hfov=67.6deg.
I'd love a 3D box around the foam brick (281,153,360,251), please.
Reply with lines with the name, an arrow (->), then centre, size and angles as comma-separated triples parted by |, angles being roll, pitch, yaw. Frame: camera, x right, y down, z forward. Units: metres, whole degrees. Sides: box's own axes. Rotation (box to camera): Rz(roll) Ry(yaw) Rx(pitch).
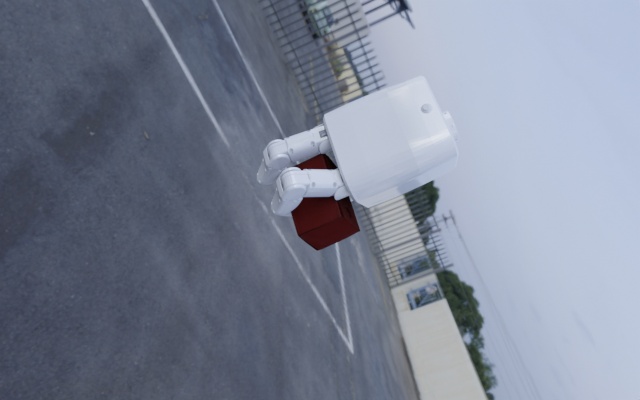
foam brick -> 0.000, 0.002, 0.490 | 0.051, 0.078, 0.053 | -23, -27, 13
